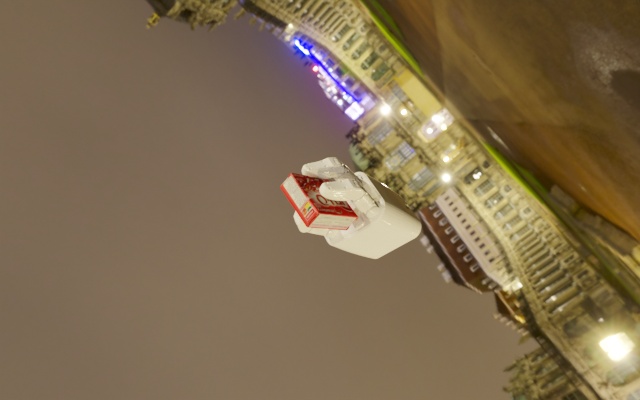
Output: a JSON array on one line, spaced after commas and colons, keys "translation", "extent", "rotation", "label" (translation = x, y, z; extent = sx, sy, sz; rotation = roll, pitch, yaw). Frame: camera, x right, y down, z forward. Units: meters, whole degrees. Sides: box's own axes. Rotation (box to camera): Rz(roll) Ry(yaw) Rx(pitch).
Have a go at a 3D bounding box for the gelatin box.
[{"translation": [0.000, 0.002, 0.633], "extent": [0.089, 0.073, 0.030], "rotation": [8, -50, -50], "label": "gelatin box"}]
